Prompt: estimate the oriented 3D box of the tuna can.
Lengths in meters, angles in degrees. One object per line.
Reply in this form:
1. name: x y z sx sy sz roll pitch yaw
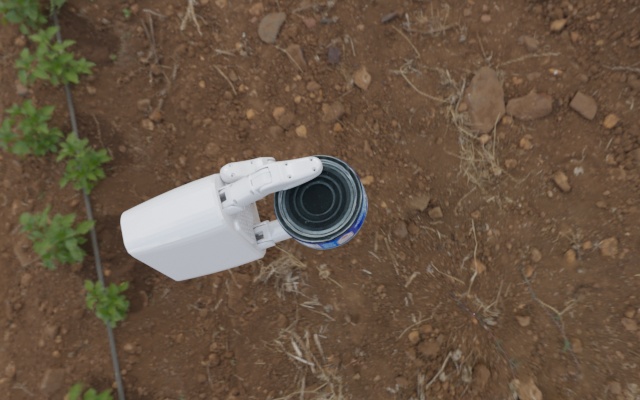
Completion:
1. tuna can: 0.000 0.001 0.448 0.086 0.086 0.034 0 -14 12
